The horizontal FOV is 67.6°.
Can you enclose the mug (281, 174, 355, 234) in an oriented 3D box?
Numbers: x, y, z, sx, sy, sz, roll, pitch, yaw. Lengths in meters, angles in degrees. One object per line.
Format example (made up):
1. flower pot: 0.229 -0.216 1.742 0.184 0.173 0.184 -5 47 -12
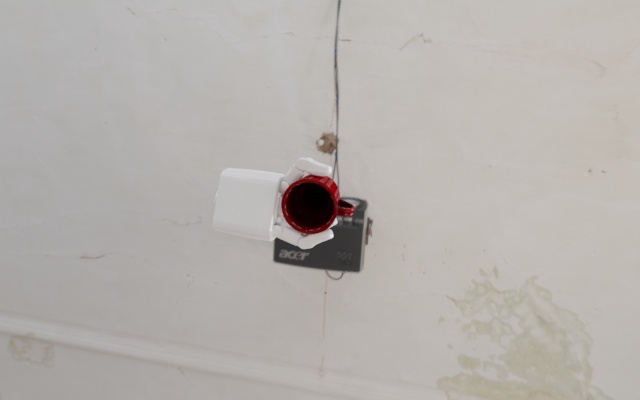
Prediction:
1. mug: 0.002 0.003 0.804 0.117 0.093 0.081 11 16 7
